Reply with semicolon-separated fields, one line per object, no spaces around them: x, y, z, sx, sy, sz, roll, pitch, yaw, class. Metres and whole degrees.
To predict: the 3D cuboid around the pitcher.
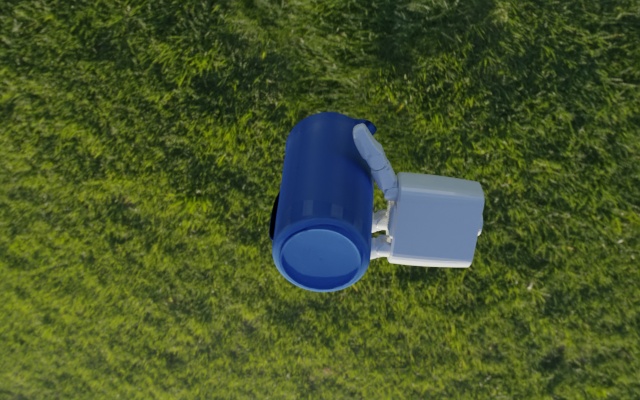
0.000;0.002;0.613;0.145;0.149;0.242;4;35;2;pitcher
